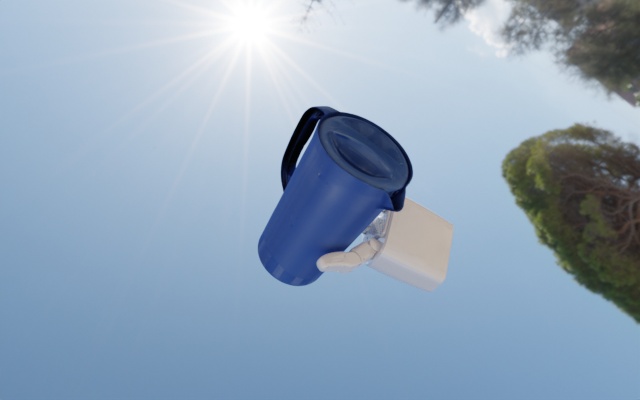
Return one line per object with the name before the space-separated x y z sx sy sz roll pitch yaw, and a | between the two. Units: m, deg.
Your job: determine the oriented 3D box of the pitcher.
pitcher | 0.000 0.002 0.652 0.145 0.149 0.243 25 -50 -13
